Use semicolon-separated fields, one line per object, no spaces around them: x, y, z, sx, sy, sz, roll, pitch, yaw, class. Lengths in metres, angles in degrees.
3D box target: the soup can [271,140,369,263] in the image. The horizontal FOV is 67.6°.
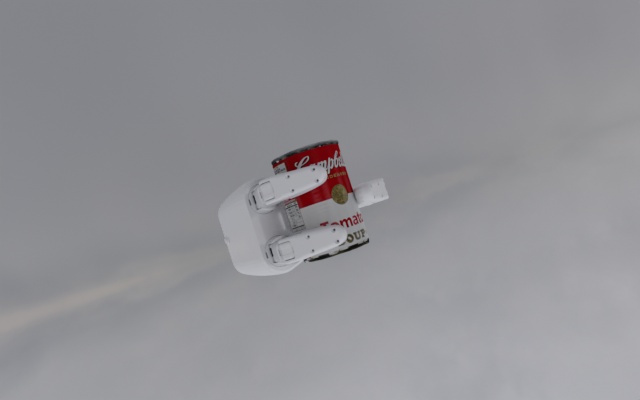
0.000;0.002;0.457;0.068;0.102;0.068;-18;-2;-1;soup can
